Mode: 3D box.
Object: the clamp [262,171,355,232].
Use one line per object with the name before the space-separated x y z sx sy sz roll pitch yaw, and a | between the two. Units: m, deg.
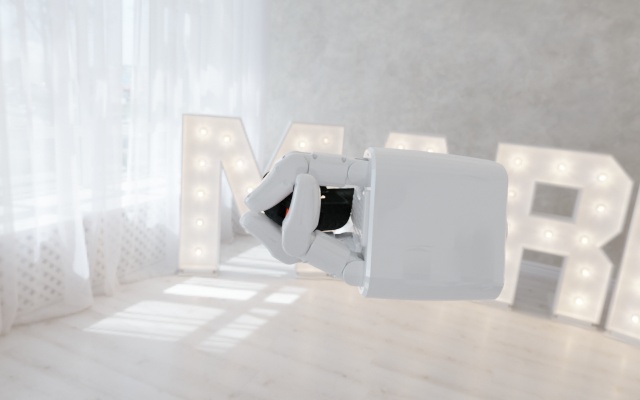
clamp | 0.000 0.001 0.449 0.120 0.039 0.171 4 13 -4
